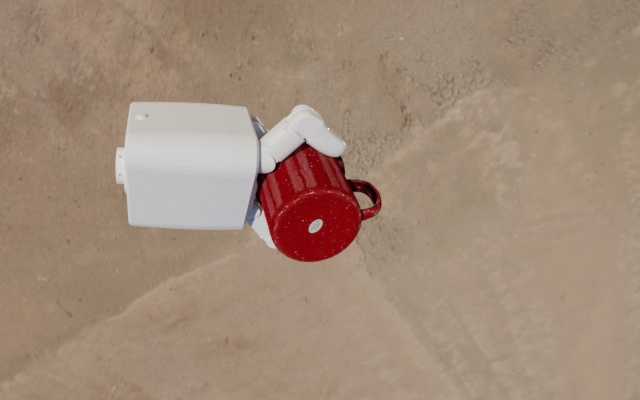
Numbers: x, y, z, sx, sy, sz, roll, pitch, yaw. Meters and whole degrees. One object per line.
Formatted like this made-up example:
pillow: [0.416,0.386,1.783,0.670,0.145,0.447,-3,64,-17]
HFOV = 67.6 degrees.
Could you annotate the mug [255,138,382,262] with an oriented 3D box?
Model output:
mug: [0.001,0.002,0.440,0.117,0.093,0.081,0,35,-16]
